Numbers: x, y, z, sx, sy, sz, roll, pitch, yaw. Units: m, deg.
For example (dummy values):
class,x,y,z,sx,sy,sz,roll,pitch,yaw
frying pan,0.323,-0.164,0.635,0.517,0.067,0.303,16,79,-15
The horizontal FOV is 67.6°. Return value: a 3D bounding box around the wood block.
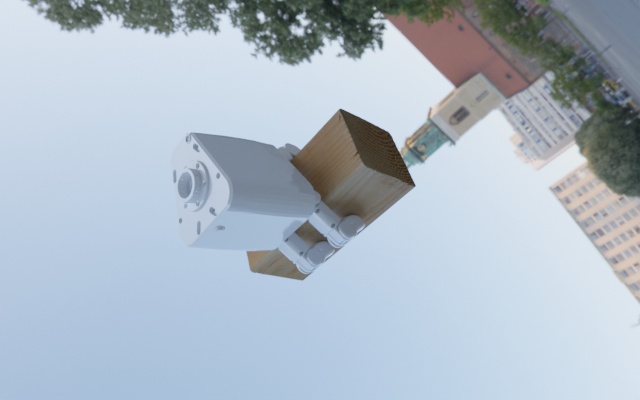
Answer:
class,x,y,z,sx,sy,sz,roll,pitch,yaw
wood block,0.000,0.002,0.578,0.090,0.090,0.206,17,-48,-40
